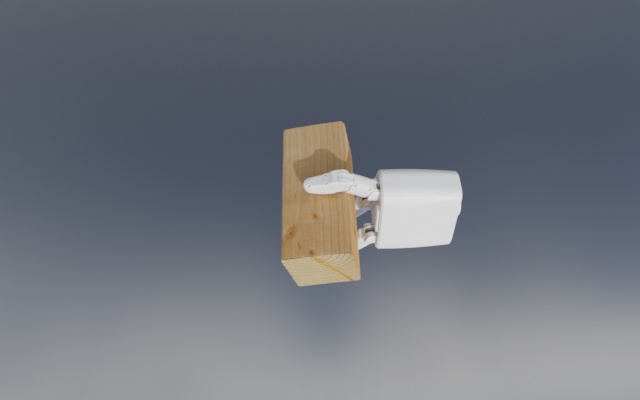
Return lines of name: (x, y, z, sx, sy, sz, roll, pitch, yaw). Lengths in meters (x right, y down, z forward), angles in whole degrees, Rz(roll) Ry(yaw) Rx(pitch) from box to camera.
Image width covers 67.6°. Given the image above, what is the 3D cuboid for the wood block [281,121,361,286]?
wood block: (0.000, 0.002, 0.665, 0.090, 0.206, 0.091, -7, -32, 9)
